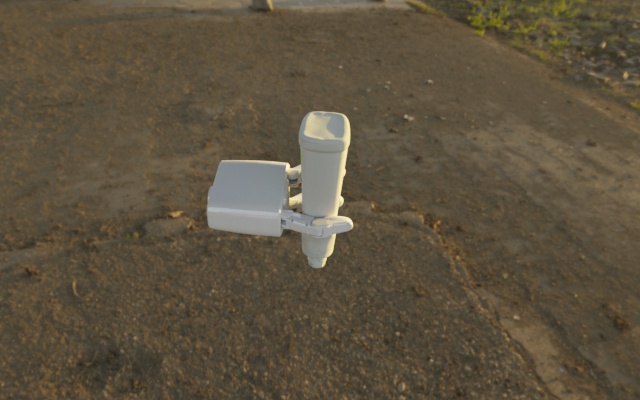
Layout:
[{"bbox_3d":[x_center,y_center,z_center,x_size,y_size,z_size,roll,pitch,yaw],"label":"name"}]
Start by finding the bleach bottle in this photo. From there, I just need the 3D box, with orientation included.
[{"bbox_3d":[0.000,0.002,0.709,0.068,0.251,0.102,4,33,1],"label":"bleach bottle"}]
